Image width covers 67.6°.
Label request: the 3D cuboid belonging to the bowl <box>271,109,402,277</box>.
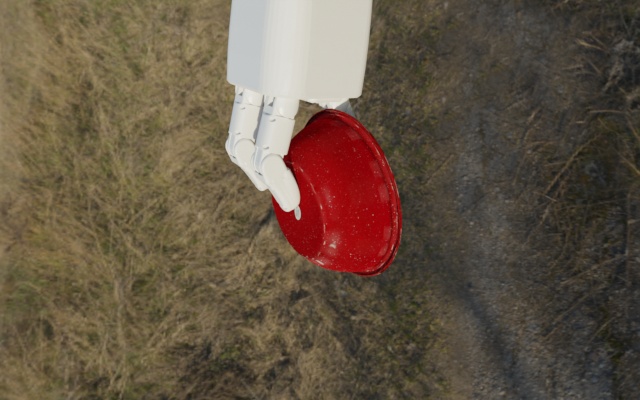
[{"bbox_3d":[0.000,0.003,0.437,0.055,0.162,0.162,-18,9,-29],"label":"bowl"}]
